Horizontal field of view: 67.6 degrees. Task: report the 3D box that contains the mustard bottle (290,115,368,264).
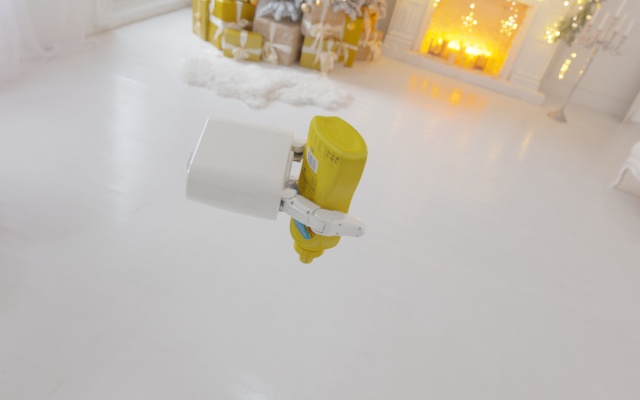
[{"bbox_3d":[0.000,0.002,0.577,0.058,0.192,0.096,-3,38,-25],"label":"mustard bottle"}]
